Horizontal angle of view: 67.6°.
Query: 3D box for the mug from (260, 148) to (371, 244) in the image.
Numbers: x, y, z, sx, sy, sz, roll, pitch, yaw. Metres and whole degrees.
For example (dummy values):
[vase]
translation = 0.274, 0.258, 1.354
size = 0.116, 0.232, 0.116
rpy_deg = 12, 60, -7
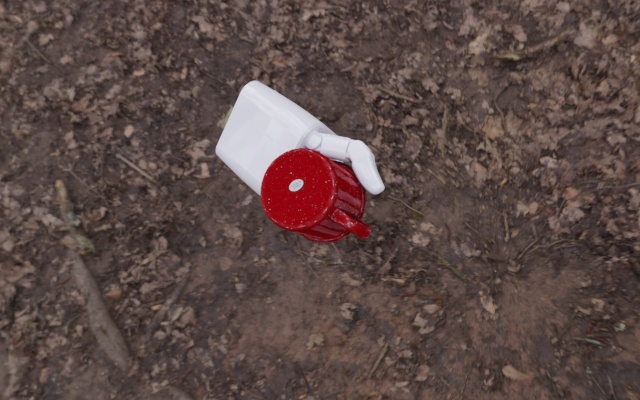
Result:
[mug]
translation = 0.001, 0.002, 0.481
size = 0.117, 0.093, 0.081
rpy_deg = 38, 6, 22
